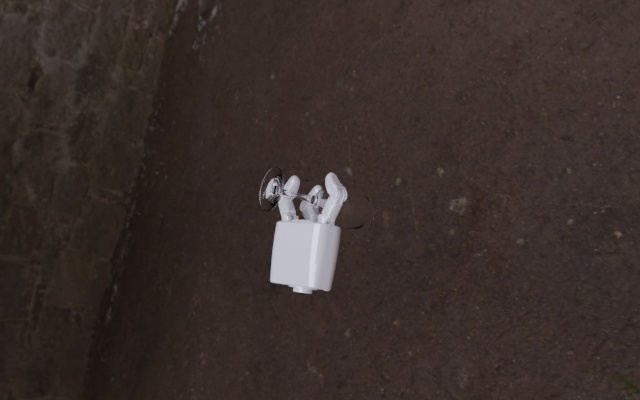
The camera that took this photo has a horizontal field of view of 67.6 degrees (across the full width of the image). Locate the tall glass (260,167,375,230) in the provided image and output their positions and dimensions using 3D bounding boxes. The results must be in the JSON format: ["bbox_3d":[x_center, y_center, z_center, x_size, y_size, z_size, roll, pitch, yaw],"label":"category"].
[{"bbox_3d":[0.000,0.002,0.826,0.201,0.079,0.079,15,-8,-34],"label":"tall glass"}]
